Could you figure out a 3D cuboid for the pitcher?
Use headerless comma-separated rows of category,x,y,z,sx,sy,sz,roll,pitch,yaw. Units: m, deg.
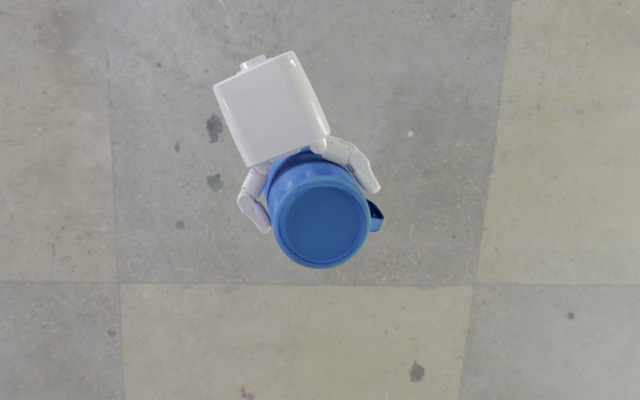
pitcher,0.000,0.002,0.628,0.149,0.145,0.242,-24,15,-1
